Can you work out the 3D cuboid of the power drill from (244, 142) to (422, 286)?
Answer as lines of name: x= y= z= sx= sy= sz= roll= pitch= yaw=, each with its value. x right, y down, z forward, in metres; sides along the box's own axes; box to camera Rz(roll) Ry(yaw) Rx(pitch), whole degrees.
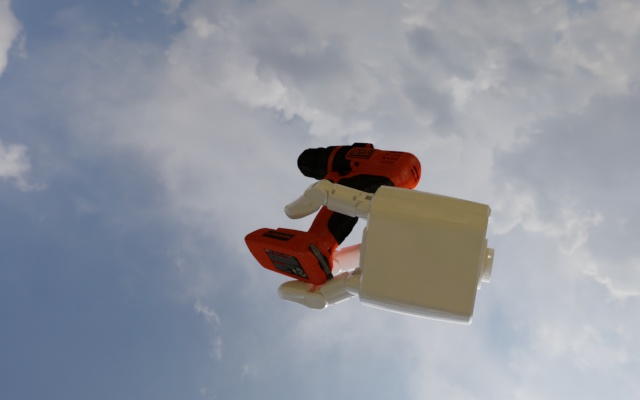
power drill: x=0.000 y=0.002 z=0.556 sx=0.184 sy=0.057 sz=0.187 roll=8 pitch=48 yaw=45
